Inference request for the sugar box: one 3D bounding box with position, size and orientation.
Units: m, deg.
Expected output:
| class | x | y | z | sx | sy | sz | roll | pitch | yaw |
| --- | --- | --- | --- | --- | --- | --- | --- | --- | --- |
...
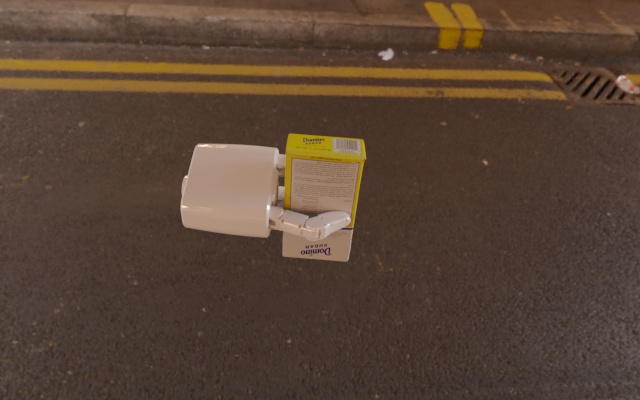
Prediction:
| class | x | y | z | sx | sy | sz | roll | pitch | yaw |
| --- | --- | --- | --- | --- | --- | --- | --- | --- | --- |
| sugar box | 0.000 | 0.002 | 0.611 | 0.093 | 0.176 | 0.048 | 5 | 43 | -2 |
